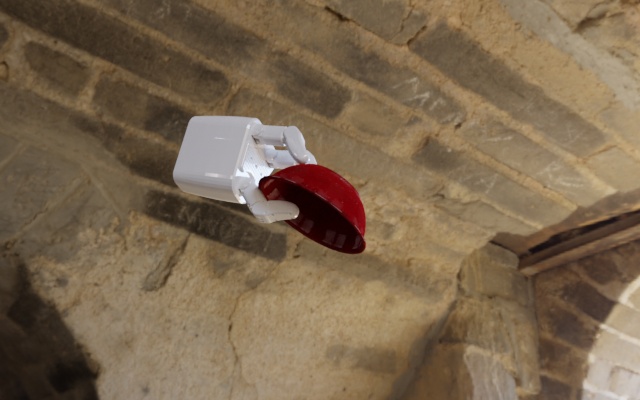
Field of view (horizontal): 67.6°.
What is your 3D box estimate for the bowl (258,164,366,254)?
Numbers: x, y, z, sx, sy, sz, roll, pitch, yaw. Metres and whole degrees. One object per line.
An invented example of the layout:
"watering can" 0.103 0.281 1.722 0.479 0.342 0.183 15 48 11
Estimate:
"bowl" 0.001 0.002 0.622 0.162 0.055 0.162 29 -22 13
